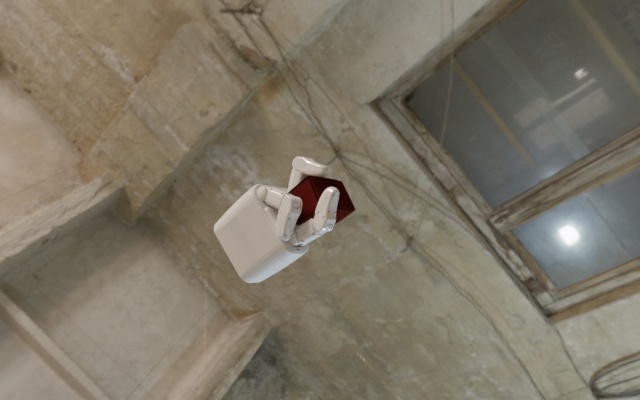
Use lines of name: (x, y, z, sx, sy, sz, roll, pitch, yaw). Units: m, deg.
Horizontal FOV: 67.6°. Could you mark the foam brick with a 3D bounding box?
foam brick: (0.000, 0.002, 0.684, 0.051, 0.053, 0.078, -39, -29, 31)
